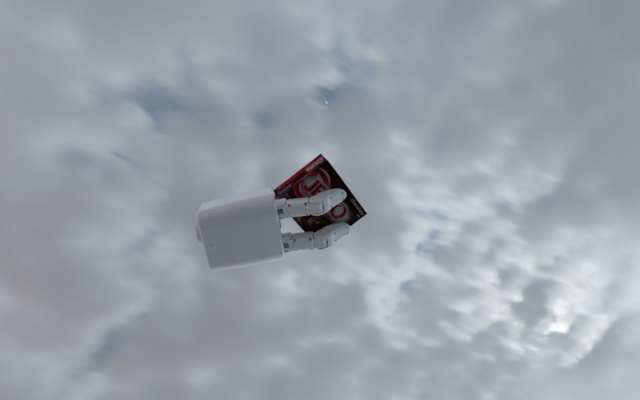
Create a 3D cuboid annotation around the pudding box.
[{"bbox_3d":[0.000,0.002,0.697,0.090,0.113,0.039,-38,29,2],"label":"pudding box"}]
